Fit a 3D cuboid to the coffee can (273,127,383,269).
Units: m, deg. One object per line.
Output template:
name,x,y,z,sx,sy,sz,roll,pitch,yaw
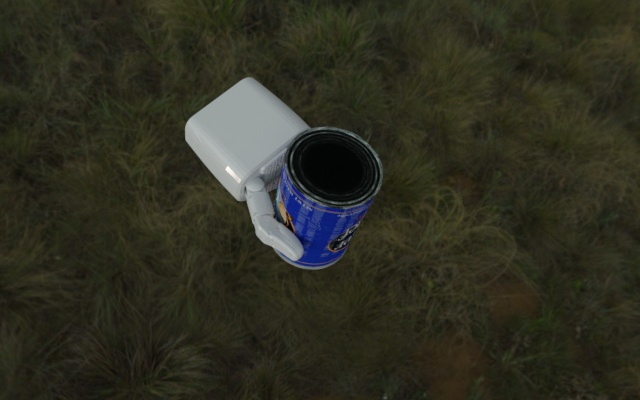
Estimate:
coffee can,0.000,0.002,0.536,0.103,0.102,0.140,0,-33,-14
